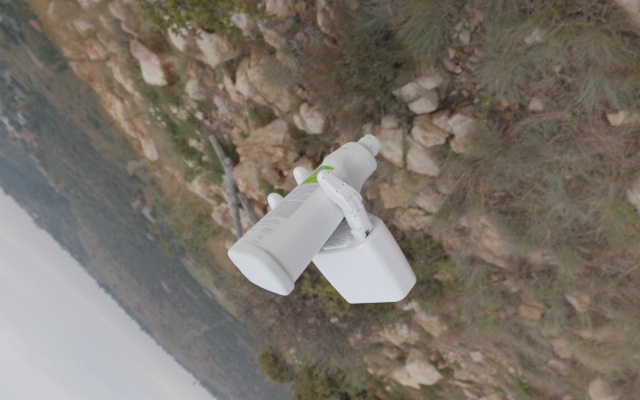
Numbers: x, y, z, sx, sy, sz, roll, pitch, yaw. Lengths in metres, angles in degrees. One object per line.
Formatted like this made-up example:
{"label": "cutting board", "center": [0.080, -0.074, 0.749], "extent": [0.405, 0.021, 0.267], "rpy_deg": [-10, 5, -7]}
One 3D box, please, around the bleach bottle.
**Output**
{"label": "bleach bottle", "center": [0.000, 0.002, 0.609], "extent": [0.250, 0.068, 0.102], "rpy_deg": [-47, 26, -24]}
